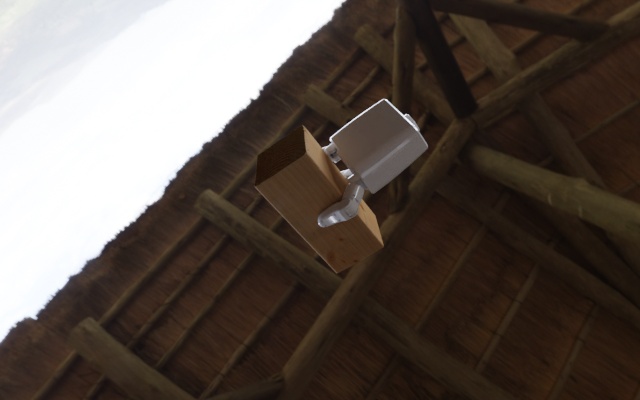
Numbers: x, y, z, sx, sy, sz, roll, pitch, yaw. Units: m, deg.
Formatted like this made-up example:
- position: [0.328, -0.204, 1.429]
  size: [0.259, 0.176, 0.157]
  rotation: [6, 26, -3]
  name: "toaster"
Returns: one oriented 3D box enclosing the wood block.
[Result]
- position: [0.001, 0.002, 0.725]
  size: [0.090, 0.206, 0.090]
  rotation: [-32, 31, 16]
  name: "wood block"
